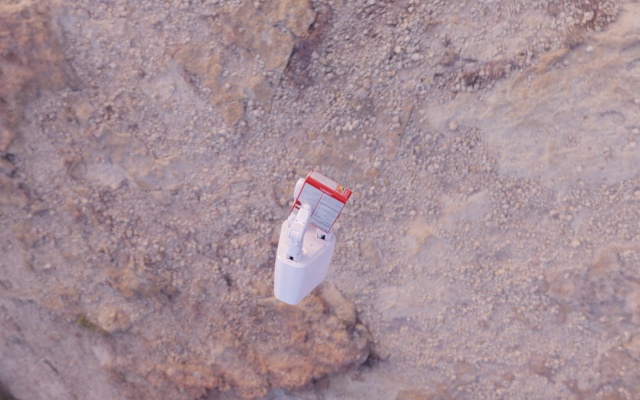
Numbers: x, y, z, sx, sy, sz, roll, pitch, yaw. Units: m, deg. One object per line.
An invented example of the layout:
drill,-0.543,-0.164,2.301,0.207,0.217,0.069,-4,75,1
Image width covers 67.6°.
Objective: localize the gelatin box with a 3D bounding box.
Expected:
gelatin box,0.000,0.003,0.765,0.073,0.089,0.030,30,46,2
